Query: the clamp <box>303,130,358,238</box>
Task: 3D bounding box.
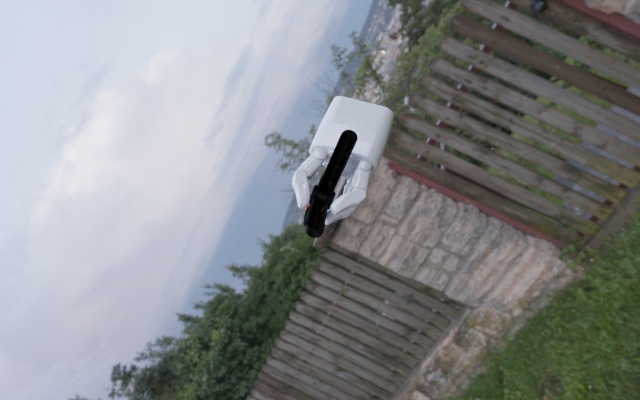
[{"bbox_3d":[-0.001,0.002,0.742,0.036,0.164,0.210,23,-22,-3],"label":"clamp"}]
